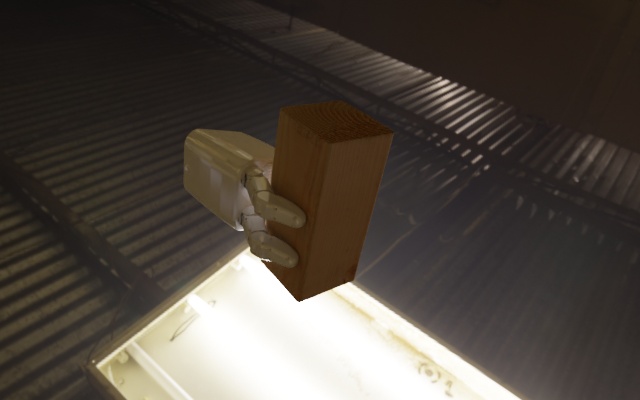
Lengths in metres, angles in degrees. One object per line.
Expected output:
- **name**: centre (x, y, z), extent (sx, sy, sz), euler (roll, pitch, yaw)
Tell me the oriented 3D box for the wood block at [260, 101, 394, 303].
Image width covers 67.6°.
- **wood block**: centre (0.000, 0.002, 0.549), extent (0.091, 0.206, 0.090), euler (-16, 41, -36)
